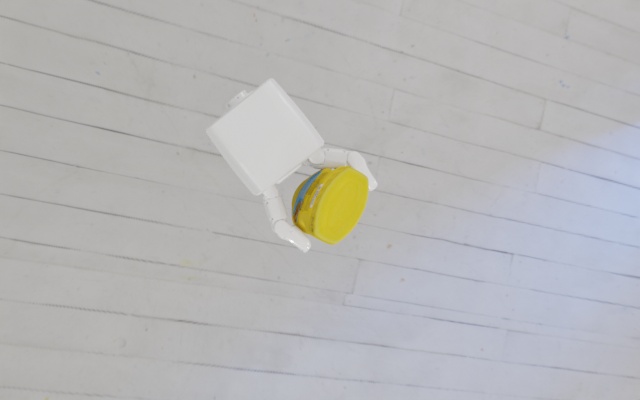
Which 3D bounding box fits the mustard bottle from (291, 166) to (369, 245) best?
[{"bbox_3d":[0.000,0.002,0.655,0.058,0.096,0.191,27,-5,-15],"label":"mustard bottle"}]
